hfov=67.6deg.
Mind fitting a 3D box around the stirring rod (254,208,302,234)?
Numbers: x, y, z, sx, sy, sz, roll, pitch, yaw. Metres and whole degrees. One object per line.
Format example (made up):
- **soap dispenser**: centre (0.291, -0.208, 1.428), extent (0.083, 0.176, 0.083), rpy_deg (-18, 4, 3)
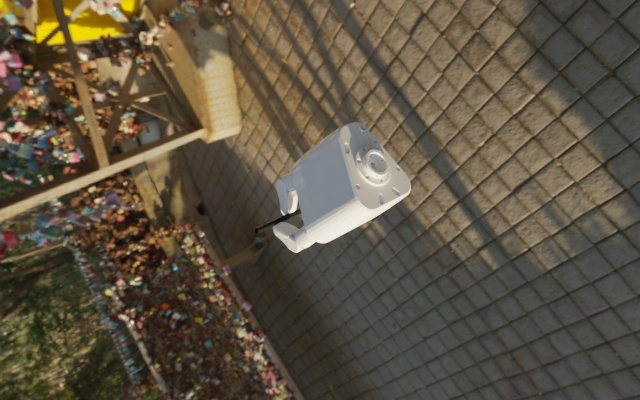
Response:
- **stirring rod**: centre (0.000, 0.002, 0.710), extent (0.239, 0.011, 0.011), rpy_deg (-24, 15, -39)
